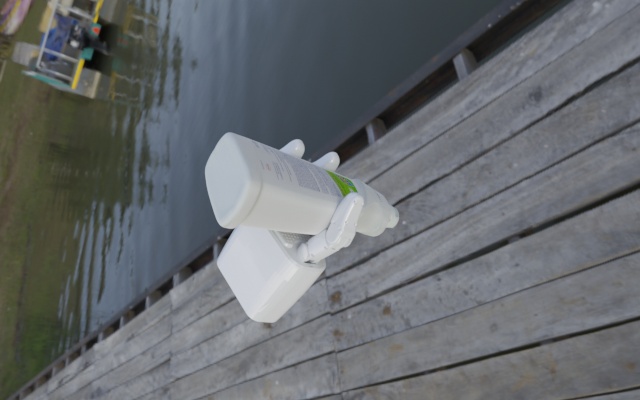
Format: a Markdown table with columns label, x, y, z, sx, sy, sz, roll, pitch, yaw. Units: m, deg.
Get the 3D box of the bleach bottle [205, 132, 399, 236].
| label | x | y | z | sx | sy | sz | roll | pitch | yaw |
| --- | --- | --- | --- | --- | --- | --- | --- | --- | --- |
| bleach bottle | 0.000 | 0.002 | 0.542 | 0.251 | 0.068 | 0.102 | 15 | 34 | -38 |
